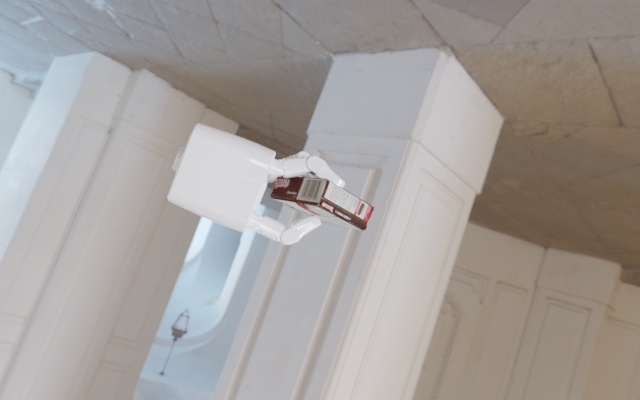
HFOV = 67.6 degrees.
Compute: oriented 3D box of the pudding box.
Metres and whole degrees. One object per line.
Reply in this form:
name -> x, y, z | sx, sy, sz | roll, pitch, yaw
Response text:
pudding box -> 0.000, 0.002, 0.635 | 0.090, 0.039, 0.113 | 28, -10, -36
